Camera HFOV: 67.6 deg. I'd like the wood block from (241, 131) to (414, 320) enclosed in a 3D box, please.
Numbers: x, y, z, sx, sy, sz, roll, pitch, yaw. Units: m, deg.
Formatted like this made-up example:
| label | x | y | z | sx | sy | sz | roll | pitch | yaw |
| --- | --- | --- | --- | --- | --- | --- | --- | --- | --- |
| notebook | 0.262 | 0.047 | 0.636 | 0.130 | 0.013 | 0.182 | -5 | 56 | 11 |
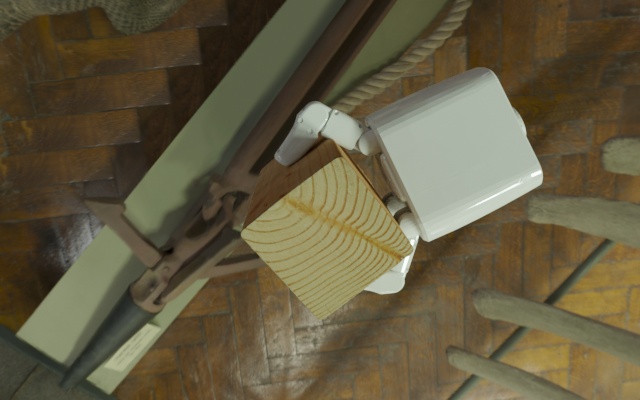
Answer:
| label | x | y | z | sx | sy | sz | roll | pitch | yaw |
| --- | --- | --- | --- | --- | --- | --- | --- | --- | --- |
| wood block | 0.000 | 0.001 | 0.428 | 0.090 | 0.091 | 0.206 | -38 | 14 | 7 |
